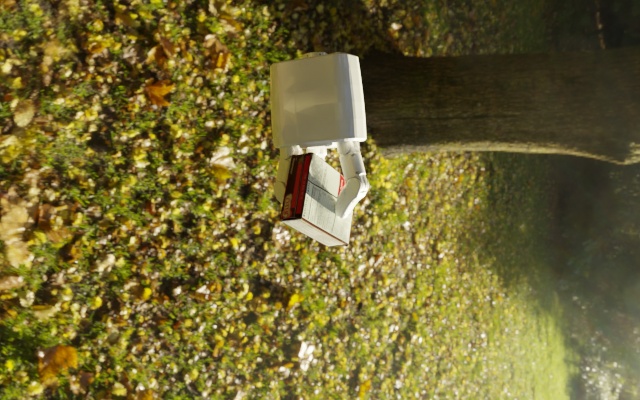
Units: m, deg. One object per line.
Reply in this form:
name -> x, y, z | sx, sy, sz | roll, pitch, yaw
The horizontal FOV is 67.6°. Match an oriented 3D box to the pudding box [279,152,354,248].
pudding box -> 0.000, 0.002, 0.617 | 0.039, 0.090, 0.113 | -6, -25, 37
